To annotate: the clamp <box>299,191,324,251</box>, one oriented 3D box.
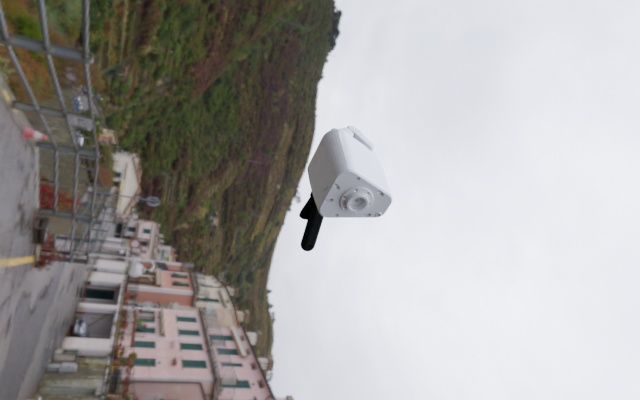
[{"bbox_3d":[0.001,0.003,0.830,0.039,0.172,0.120,12,36,-17],"label":"clamp"}]
